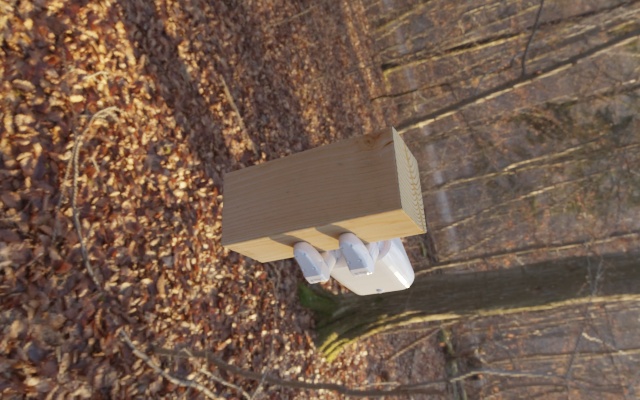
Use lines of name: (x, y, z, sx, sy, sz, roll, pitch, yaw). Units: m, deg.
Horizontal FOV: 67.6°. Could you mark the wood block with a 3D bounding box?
wood block: (0.000, 0.002, 0.531, 0.206, 0.090, 0.090, -13, -25, 24)
